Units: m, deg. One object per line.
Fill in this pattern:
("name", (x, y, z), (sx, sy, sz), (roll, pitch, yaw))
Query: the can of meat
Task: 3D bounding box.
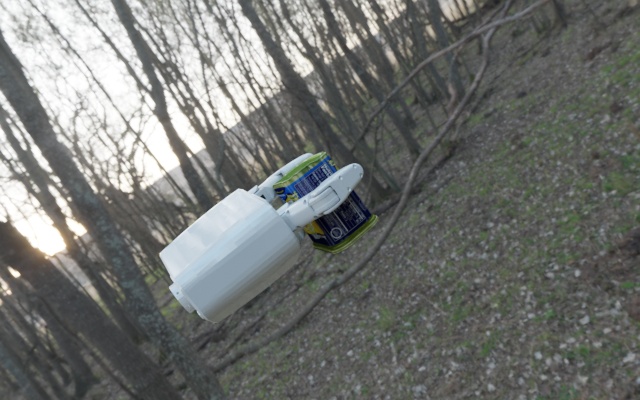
("can of meat", (0.000, 0.001, 0.483), (0.057, 0.084, 0.102), (-39, 9, -13))
